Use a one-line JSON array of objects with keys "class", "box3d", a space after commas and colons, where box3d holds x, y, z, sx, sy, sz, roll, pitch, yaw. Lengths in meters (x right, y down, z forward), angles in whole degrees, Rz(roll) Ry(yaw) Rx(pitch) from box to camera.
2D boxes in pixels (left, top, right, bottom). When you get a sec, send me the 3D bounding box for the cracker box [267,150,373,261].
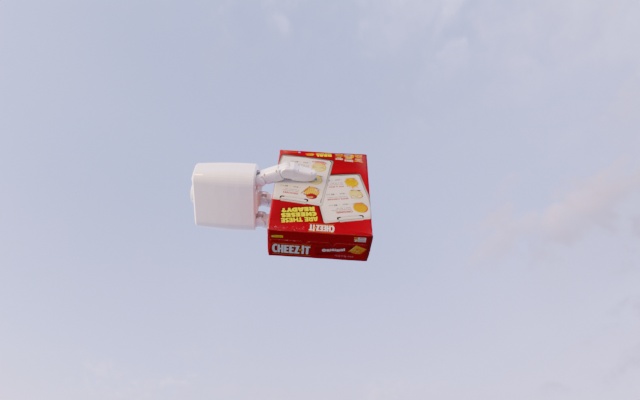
[{"class": "cracker box", "box3d": [0.000, 0.002, 0.822, 0.164, 0.072, 0.213, 3, 42, -1]}]
